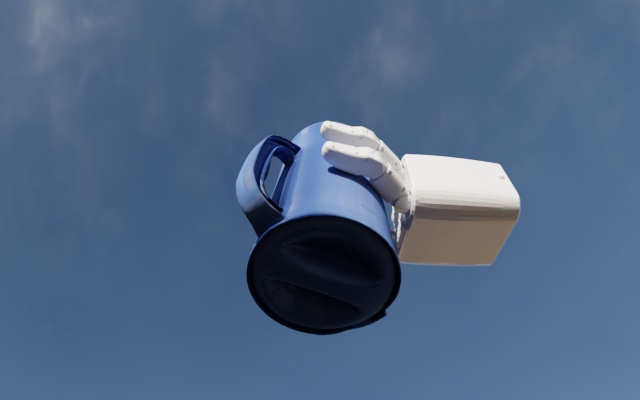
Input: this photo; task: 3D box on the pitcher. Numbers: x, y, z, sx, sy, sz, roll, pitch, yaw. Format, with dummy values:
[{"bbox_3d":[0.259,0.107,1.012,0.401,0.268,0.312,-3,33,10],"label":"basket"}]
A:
[{"bbox_3d":[0.000,0.002,0.500,0.145,0.149,0.242,4,31,0],"label":"pitcher"}]
